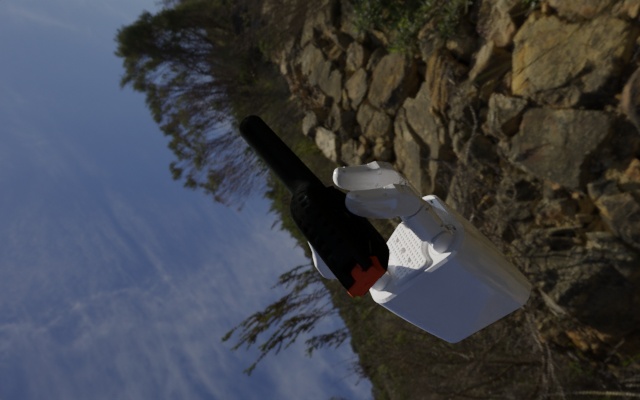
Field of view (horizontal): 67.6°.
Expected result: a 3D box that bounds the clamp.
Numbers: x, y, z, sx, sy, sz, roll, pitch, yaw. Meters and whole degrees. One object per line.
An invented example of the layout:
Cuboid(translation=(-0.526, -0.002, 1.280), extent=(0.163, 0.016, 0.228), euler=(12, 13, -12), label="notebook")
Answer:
Cuboid(translation=(0.000, 0.002, 0.413), extent=(0.164, 0.036, 0.210), euler=(33, 16, -22), label="clamp")
